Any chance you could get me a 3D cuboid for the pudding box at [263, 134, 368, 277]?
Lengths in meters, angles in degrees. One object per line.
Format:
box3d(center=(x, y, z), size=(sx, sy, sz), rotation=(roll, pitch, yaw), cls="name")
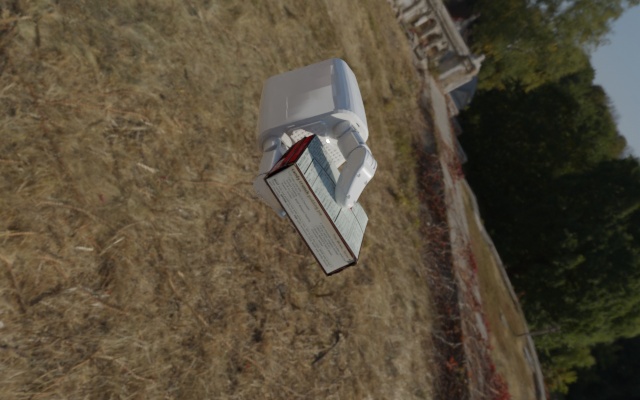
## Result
box3d(center=(0.000, 0.001, 0.457), size=(0.039, 0.113, 0.090), rotation=(-28, 15, 23), cls="pudding box")
